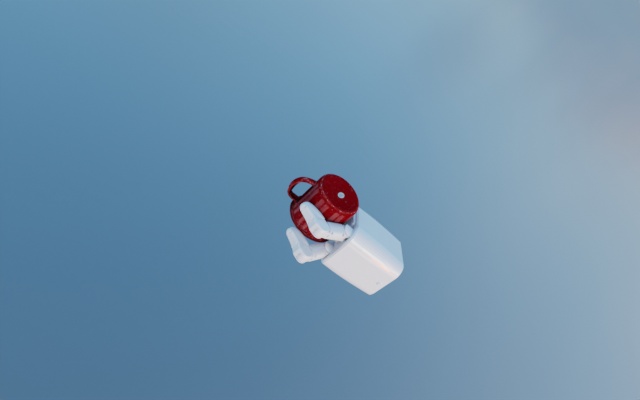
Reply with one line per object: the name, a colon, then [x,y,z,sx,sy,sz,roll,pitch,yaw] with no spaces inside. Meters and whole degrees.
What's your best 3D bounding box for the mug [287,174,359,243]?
mug: [-0.001,0.002,0.785,0.081,0.117,0.093,-43,15,38]
